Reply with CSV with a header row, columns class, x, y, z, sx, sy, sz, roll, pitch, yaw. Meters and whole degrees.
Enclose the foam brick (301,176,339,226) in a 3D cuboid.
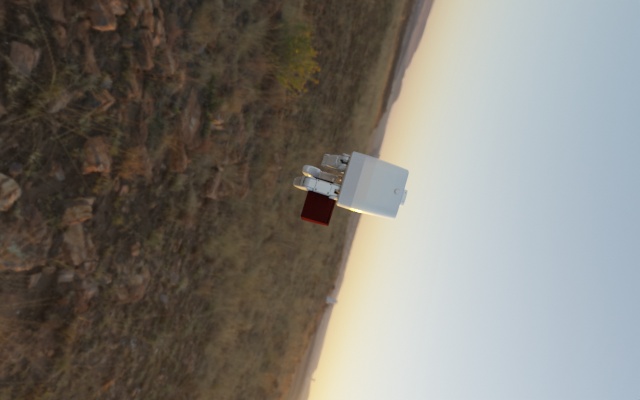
class,x,y,z,sx,sy,sz,roll,pitch,yaw
foam brick,0.000,0.003,0.864,0.051,0.078,0.053,17,-6,3
